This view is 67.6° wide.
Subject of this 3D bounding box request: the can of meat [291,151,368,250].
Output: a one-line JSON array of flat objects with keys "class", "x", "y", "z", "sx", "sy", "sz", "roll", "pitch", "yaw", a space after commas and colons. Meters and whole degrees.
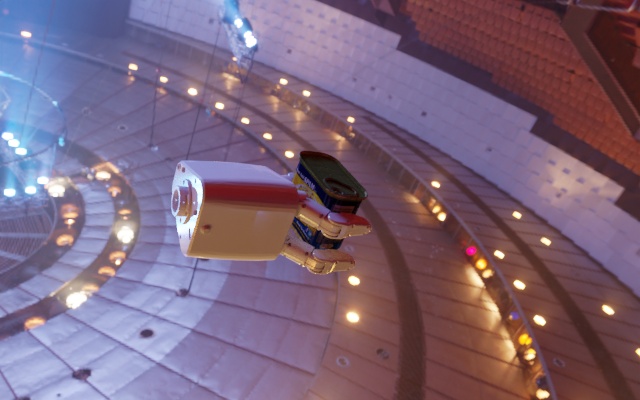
[{"class": "can of meat", "x": 0.000, "y": 0.002, "z": 0.577, "sx": 0.057, "sy": 0.084, "sz": 0.102, "roll": 3, "pitch": 33, "yaw": -35}]
